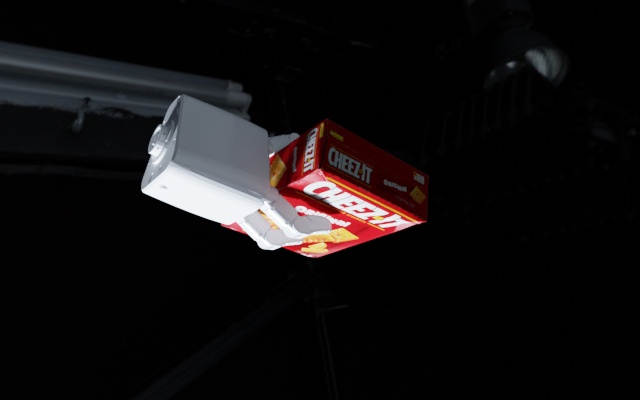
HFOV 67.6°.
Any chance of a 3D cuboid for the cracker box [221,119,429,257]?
[{"bbox_3d":[0.000,0.002,0.598,0.164,0.072,0.214,23,-30,-32],"label":"cracker box"}]
